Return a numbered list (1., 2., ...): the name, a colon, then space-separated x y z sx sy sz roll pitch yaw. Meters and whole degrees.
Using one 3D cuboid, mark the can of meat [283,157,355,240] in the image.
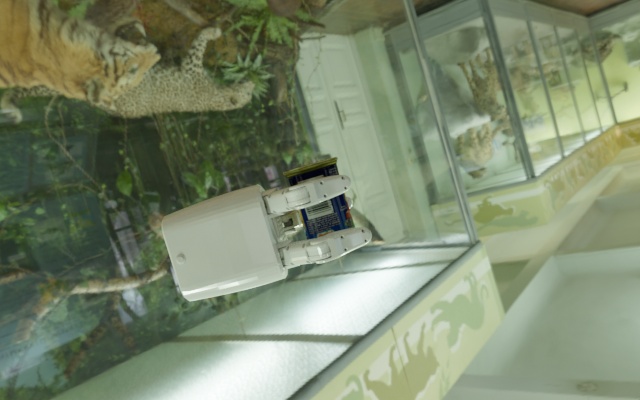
1. can of meat: 0.000 0.002 0.517 0.057 0.084 0.102 -16 3 -1
